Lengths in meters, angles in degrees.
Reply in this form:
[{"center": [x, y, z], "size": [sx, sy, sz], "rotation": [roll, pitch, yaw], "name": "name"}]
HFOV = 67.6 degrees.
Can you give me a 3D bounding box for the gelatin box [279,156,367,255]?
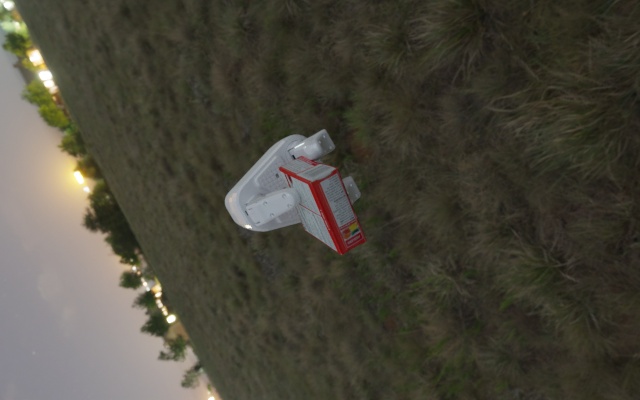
[{"center": [0.000, 0.002, 0.438], "size": [0.030, 0.073, 0.089], "rotation": [-29, 21, -15], "name": "gelatin box"}]
